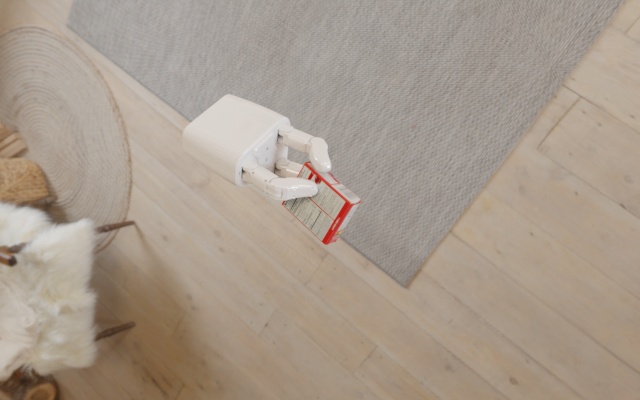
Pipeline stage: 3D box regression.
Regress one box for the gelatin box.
[{"bbox_3d":[0.000,0.002,0.628,0.089,0.073,0.030,42,31,22],"label":"gelatin box"}]
